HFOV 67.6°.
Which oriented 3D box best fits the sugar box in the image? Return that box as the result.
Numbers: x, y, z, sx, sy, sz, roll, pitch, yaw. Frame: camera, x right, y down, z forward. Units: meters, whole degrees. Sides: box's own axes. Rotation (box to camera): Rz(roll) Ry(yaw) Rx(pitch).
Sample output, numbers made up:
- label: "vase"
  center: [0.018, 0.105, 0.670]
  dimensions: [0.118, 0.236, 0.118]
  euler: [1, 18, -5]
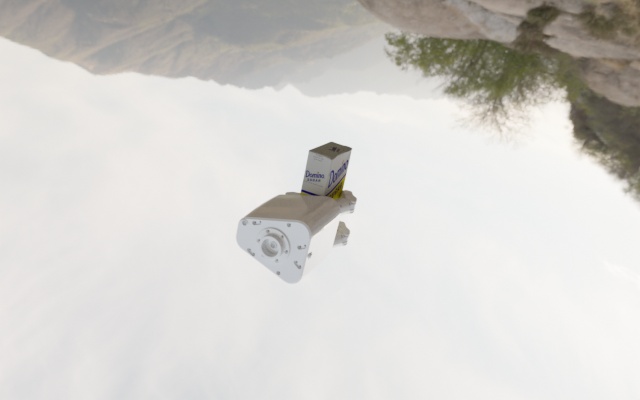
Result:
- label: "sugar box"
  center: [0.001, 0.003, 0.746]
  dimensions: [0.048, 0.176, 0.093]
  euler: [21, 22, 16]
